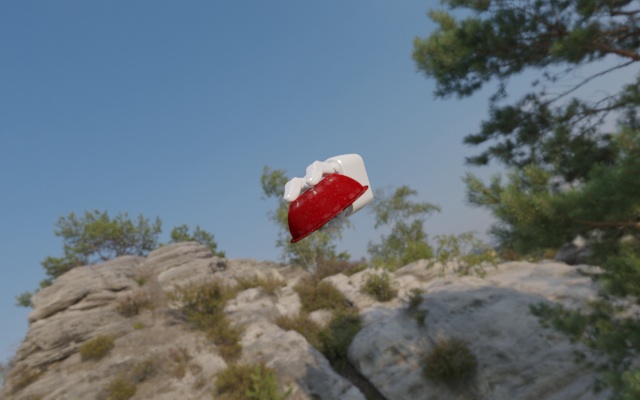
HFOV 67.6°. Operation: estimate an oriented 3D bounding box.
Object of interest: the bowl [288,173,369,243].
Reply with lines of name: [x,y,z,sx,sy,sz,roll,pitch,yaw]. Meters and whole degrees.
bowl: [0.000,0.003,0.798,0.162,0.055,0.162,-36,4,3]
